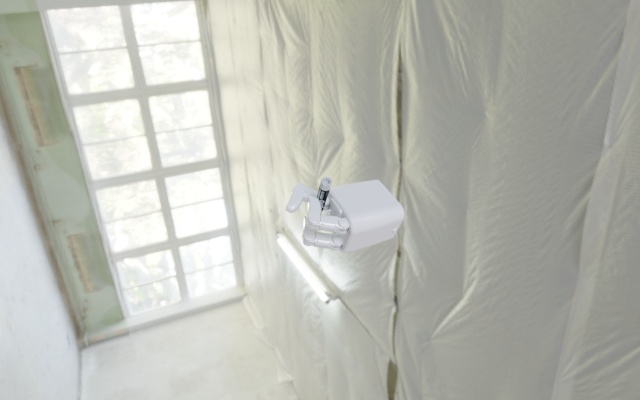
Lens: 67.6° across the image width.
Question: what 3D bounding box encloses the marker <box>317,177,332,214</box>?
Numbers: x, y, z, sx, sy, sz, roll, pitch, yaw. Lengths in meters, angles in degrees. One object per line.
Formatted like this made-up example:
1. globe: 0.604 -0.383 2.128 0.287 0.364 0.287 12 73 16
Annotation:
1. marker: 0.000 0.003 0.829 0.020 0.020 0.121 0 -35 -12
